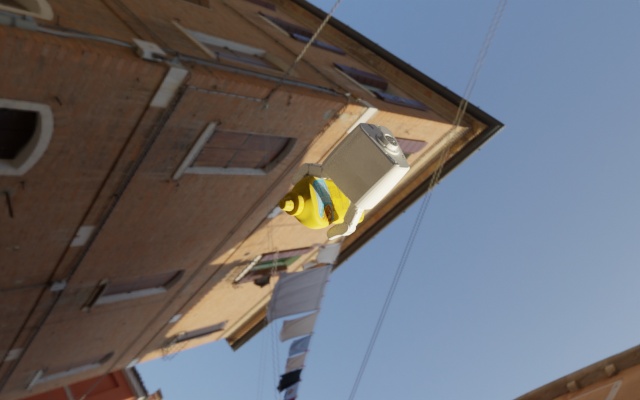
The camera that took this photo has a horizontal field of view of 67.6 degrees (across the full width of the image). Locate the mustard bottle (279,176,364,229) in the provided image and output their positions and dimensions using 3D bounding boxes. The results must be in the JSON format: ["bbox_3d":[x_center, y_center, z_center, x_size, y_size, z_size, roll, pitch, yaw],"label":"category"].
[{"bbox_3d":[0.000,0.003,0.875,0.058,0.096,0.191,-19,-10,41],"label":"mustard bottle"}]
